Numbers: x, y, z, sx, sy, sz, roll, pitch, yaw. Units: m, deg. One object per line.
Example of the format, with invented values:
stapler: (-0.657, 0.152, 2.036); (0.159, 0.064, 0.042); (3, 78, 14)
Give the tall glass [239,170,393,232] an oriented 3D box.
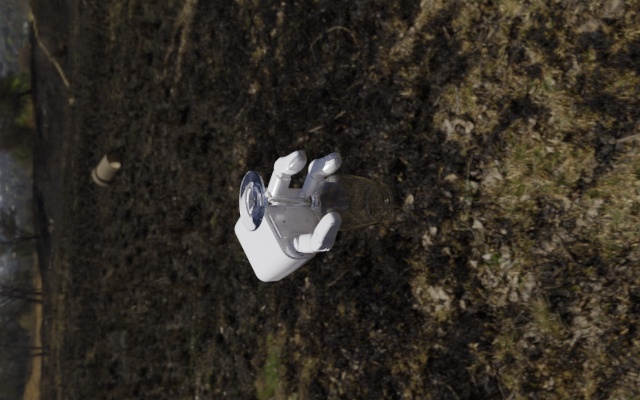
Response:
tall glass: (0.000, 0.002, 0.630); (0.201, 0.079, 0.079); (1, -1, -32)
